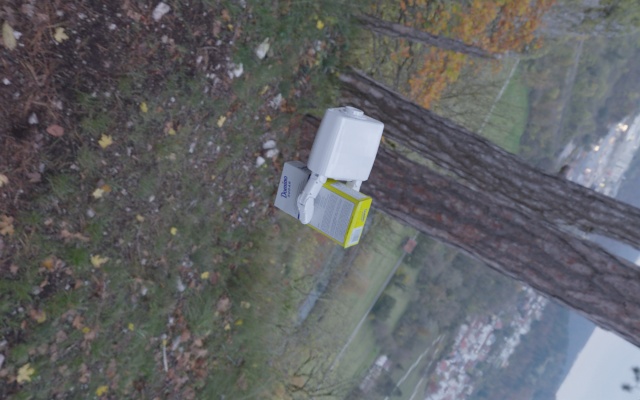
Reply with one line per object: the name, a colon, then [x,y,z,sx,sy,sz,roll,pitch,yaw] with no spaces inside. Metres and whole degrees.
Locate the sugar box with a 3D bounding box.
sugar box: [0.001,0.003,0.859,0.176,0.093,0.048,31,26,33]
